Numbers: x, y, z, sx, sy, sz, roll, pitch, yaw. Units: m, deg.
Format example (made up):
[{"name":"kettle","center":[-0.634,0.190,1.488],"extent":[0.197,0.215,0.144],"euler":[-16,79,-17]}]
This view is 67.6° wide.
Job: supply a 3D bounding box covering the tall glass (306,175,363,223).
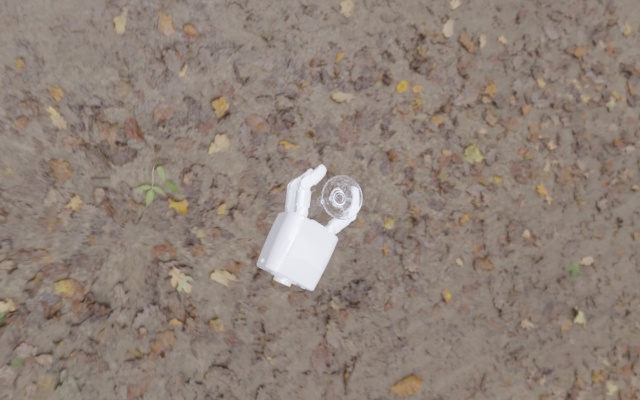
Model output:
[{"name":"tall glass","center":[0.001,0.003,0.882],"extent":[0.079,0.079,0.201],"euler":[0,-4,-21]}]
